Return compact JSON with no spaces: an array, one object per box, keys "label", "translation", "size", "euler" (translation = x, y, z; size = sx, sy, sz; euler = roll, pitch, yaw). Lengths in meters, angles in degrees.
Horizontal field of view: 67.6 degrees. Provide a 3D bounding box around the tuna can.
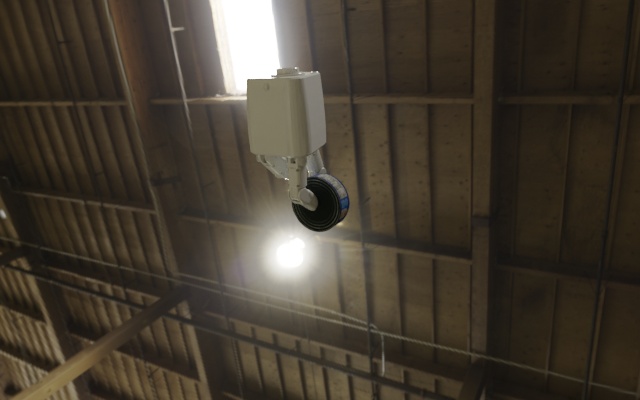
[{"label":"tuna can","translation":[0.000,0.002,0.727],"size":[0.086,0.086,0.033],"euler":[0,15,31]}]
